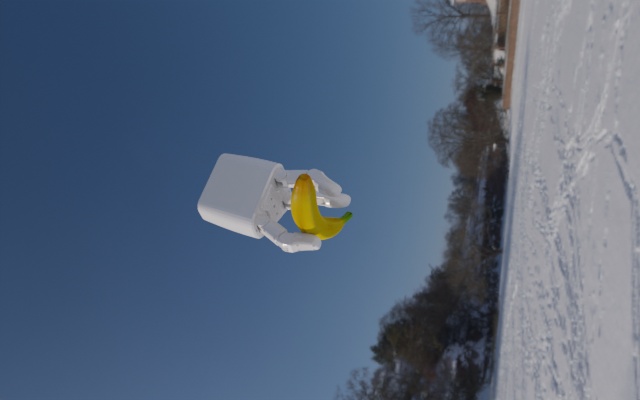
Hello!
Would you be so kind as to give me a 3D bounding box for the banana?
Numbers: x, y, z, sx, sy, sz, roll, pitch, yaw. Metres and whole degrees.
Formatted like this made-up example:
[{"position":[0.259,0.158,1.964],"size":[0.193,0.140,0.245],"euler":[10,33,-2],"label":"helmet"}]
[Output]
[{"position":[-0.007,0.020,0.690],"size":[0.037,0.069,0.198],"euler":[24,-6,24],"label":"banana"}]
